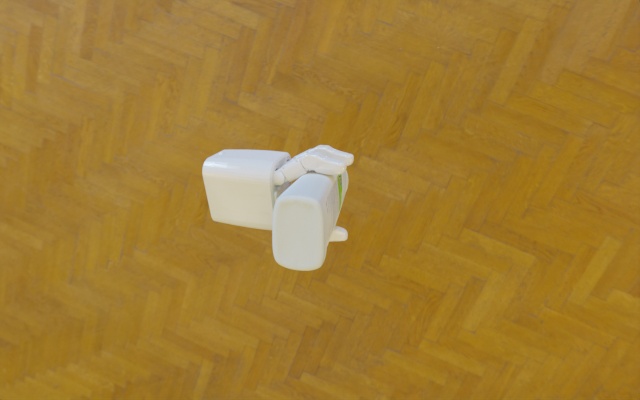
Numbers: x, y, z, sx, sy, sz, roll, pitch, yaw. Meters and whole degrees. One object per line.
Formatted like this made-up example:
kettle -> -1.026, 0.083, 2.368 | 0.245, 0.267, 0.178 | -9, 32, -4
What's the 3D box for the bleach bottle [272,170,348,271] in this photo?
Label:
bleach bottle -> 0.000, 0.002, 0.690 | 0.068, 0.102, 0.250 | 5, 18, 12
